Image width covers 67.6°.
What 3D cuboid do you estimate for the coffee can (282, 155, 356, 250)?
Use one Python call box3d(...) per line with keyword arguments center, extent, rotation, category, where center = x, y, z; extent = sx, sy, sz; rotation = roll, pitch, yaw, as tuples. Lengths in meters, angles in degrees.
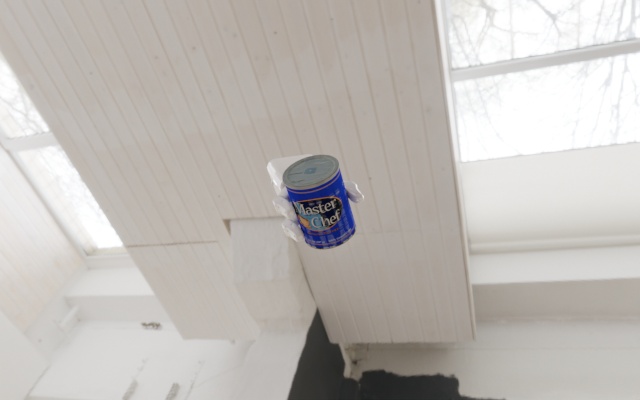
box3d(center=(0.000, 0.003, 0.865), extent=(0.103, 0.140, 0.102), rotation=(-13, 33, 8), category="coffee can")
